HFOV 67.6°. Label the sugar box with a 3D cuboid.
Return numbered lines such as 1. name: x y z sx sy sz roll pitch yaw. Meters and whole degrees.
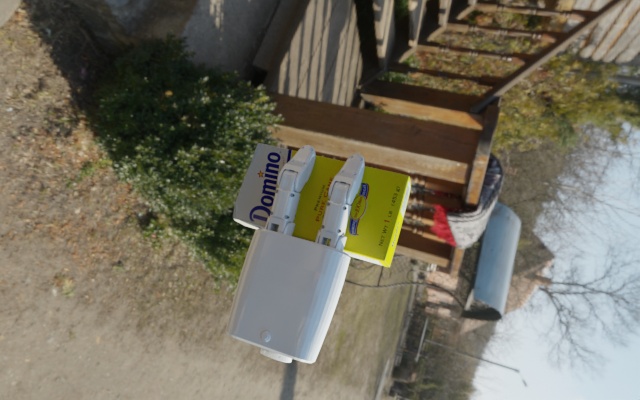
1. sugar box: 0.000 0.002 0.511 0.176 0.093 0.048 14 -12 17
